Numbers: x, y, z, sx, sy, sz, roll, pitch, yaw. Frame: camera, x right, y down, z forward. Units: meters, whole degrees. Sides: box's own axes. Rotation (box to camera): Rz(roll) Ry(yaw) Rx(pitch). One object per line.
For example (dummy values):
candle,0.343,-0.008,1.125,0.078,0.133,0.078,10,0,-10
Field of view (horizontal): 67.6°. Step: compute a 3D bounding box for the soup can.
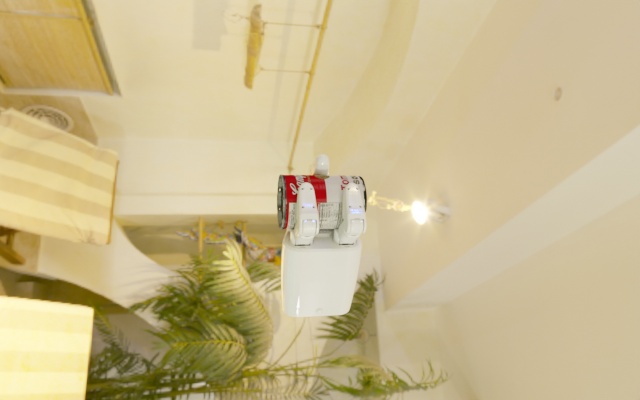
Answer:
soup can,0.000,0.001,0.593,0.102,0.068,0.068,0,0,-11
